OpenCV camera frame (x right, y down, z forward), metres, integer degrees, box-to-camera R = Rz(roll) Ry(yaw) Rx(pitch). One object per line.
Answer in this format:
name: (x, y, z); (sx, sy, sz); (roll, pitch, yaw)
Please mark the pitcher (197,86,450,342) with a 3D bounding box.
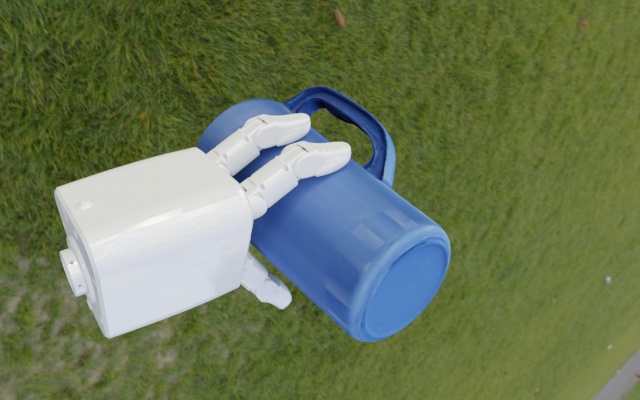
pitcher: (0.000, 0.002, 0.434); (0.145, 0.149, 0.242); (-18, 40, -33)
